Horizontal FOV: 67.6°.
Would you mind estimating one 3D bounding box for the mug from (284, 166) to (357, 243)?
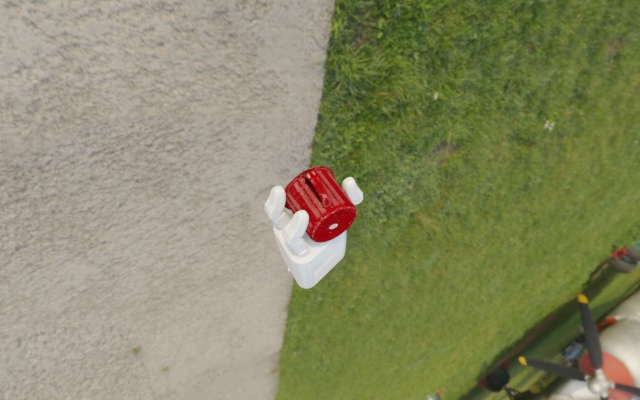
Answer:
[{"bbox_3d":[0.000,0.002,0.708,0.093,0.081,0.117,-28,-31,-13],"label":"mug"}]
